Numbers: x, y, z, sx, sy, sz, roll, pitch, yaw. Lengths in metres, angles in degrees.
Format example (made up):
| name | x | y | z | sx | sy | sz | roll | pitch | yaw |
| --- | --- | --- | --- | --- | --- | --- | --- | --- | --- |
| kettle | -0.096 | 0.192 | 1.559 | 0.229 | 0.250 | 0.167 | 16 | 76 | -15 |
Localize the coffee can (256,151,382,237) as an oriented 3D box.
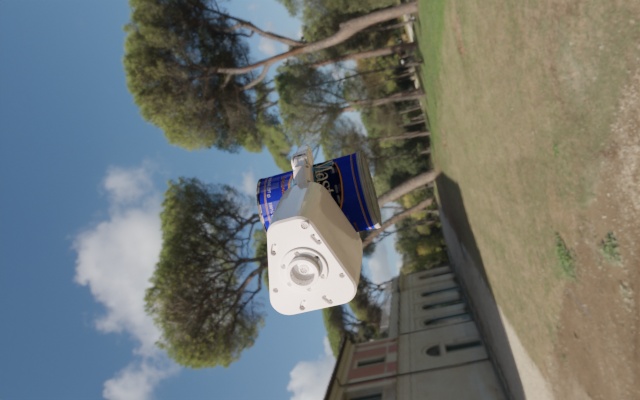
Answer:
| name | x | y | z | sx | sy | sz | roll | pitch | yaw |
| --- | --- | --- | --- | --- | --- | --- | --- | --- | --- |
| coffee can | 0.000 | 0.002 | 0.630 | 0.140 | 0.103 | 0.103 | -15 | -3 | 11 |
